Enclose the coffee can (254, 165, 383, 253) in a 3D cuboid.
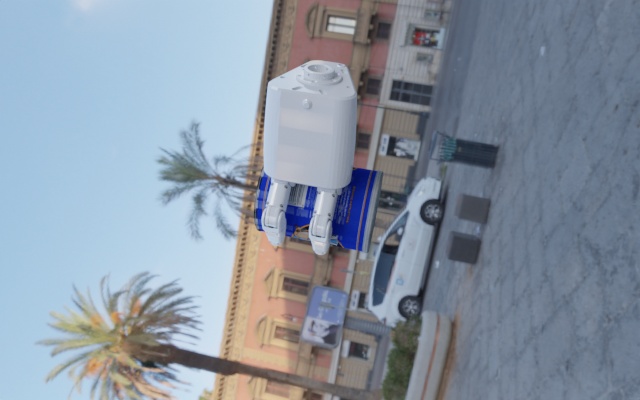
[{"bbox_3d":[0.000,0.002,0.596,0.140,0.103,0.103,11,1,8],"label":"coffee can"}]
